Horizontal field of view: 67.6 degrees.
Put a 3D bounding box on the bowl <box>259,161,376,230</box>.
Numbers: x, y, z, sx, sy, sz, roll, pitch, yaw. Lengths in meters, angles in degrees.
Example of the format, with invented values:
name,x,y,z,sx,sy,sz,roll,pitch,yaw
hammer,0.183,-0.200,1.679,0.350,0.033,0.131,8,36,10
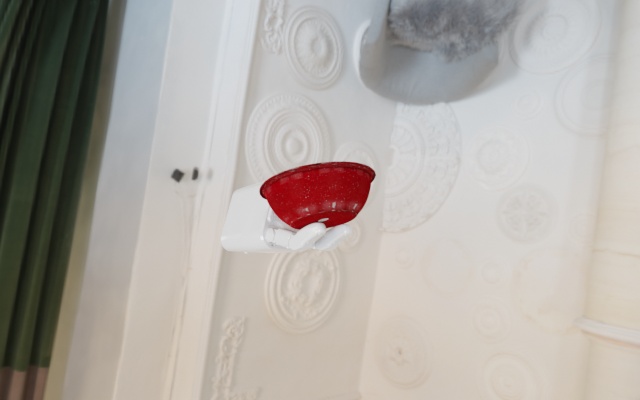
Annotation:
name,x,y,z,sx,sy,sz,roll,pitch,yaw
bowl,0.001,0.002,0.648,0.162,0.055,0.162,-9,-17,-3
